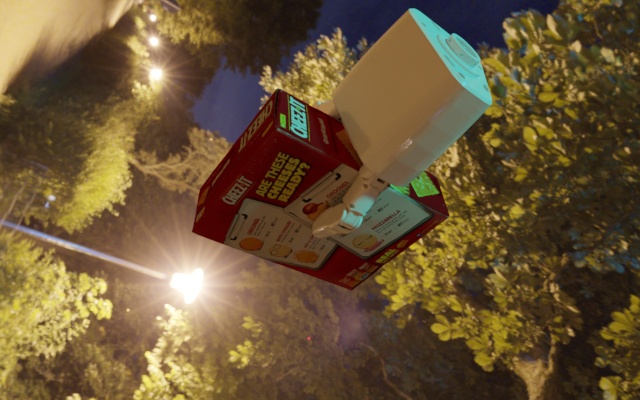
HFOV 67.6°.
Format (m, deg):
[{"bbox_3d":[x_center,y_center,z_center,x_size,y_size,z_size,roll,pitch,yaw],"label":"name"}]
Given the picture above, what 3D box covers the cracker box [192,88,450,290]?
[{"bbox_3d":[0.000,0.002,0.507,0.214,0.072,0.164,25,-50,-28],"label":"cracker box"}]
